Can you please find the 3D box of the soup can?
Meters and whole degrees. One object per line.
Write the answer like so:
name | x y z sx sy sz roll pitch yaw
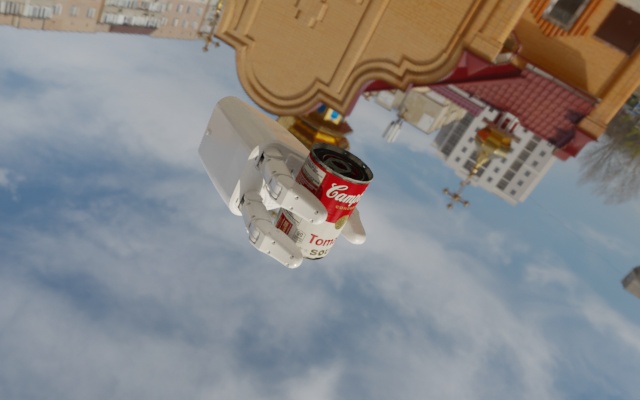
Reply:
soup can | 0.000 0.002 0.489 0.068 0.102 0.068 23 26 -12
